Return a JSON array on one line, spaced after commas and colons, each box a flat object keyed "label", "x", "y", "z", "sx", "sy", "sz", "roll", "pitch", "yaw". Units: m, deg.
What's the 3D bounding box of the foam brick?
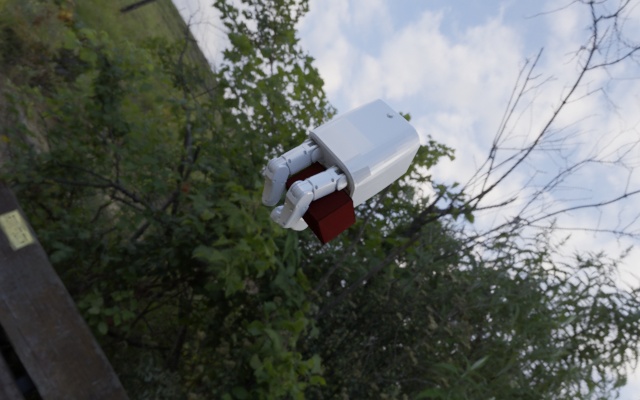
[{"label": "foam brick", "x": 0.000, "y": 0.002, "z": 0.581, "sx": 0.051, "sy": 0.078, "sz": 0.053, "roll": -31, "pitch": -33, "yaw": -14}]
